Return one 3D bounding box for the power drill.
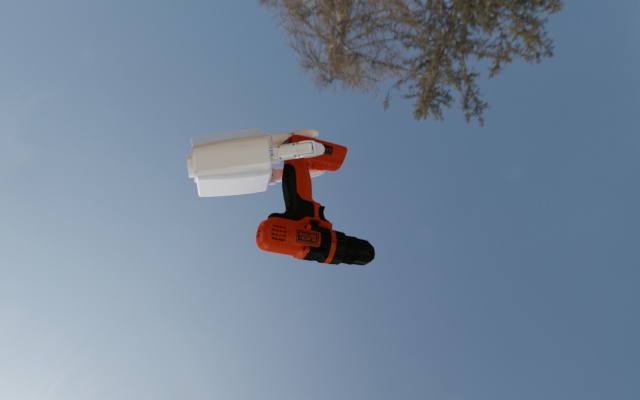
[{"bbox_3d":[0.000,0.002,0.725,0.184,0.187,0.057,13,-26,-22],"label":"power drill"}]
